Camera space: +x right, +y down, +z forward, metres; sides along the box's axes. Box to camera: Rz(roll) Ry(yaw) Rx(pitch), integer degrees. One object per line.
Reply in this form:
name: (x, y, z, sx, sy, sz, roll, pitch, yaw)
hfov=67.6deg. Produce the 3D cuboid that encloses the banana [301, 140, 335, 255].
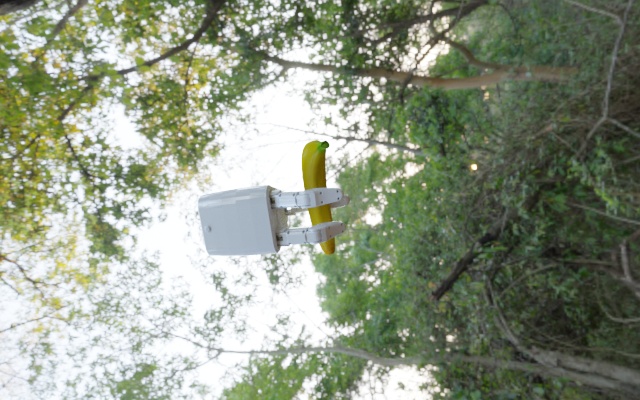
banana: (-0.004, -0.011, 0.698, 0.037, 0.198, 0.069, -11, 36, -7)
